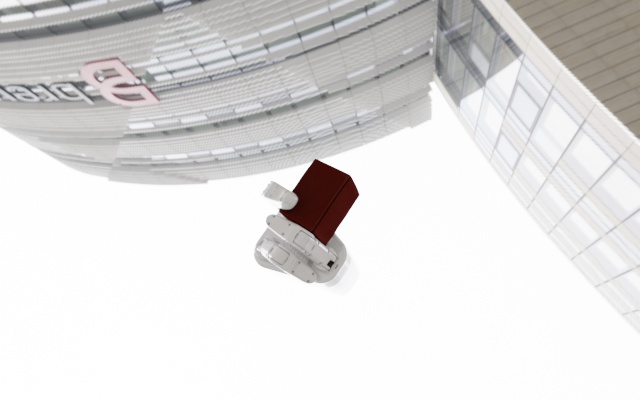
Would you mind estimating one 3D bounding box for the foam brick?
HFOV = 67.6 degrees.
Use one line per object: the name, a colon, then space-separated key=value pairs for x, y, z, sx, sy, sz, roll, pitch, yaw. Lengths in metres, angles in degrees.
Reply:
foam brick: x=0.000 y=0.002 z=0.553 sx=0.053 sy=0.078 sz=0.051 roll=30 pitch=-10 yaw=28
